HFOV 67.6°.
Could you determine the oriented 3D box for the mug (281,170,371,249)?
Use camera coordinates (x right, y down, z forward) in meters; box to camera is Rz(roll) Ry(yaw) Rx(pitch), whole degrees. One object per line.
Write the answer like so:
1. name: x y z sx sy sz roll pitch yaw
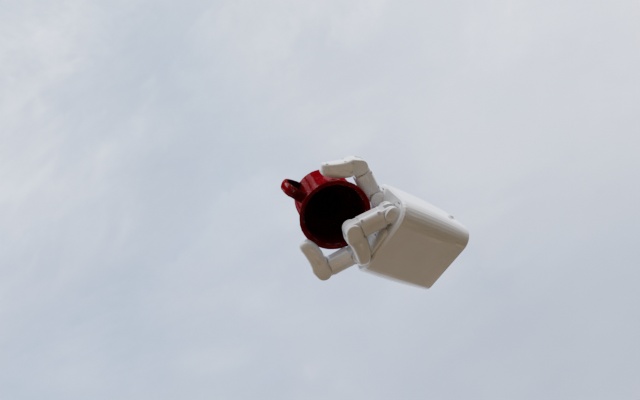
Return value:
1. mug: -0.001 0.002 0.631 0.117 0.093 0.081 22 13 -19
